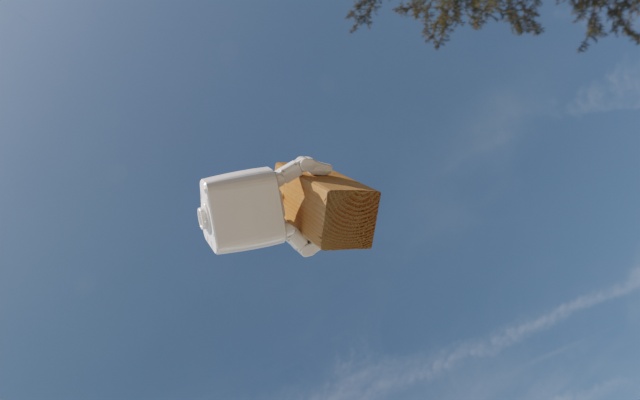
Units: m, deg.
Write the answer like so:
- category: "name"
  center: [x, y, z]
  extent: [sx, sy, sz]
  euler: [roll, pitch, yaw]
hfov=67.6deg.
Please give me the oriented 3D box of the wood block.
- category: "wood block"
  center: [0.000, 0.002, 0.770]
  extent: [0.090, 0.091, 0.206]
  euler: [1, 15, -27]
